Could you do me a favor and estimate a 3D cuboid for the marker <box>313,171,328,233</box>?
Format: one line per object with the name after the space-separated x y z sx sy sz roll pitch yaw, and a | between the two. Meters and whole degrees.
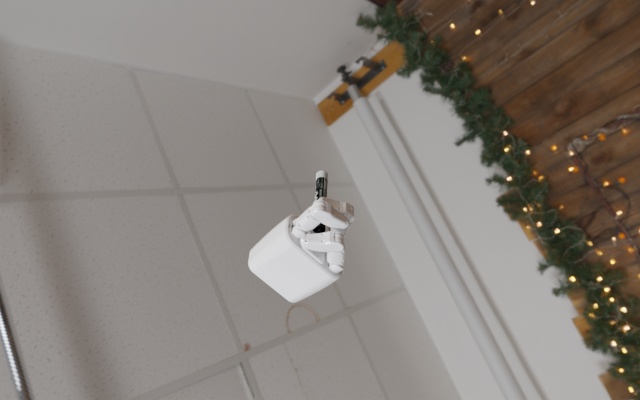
0.000 0.002 0.717 0.020 0.121 0.020 2 -44 2 | marker
